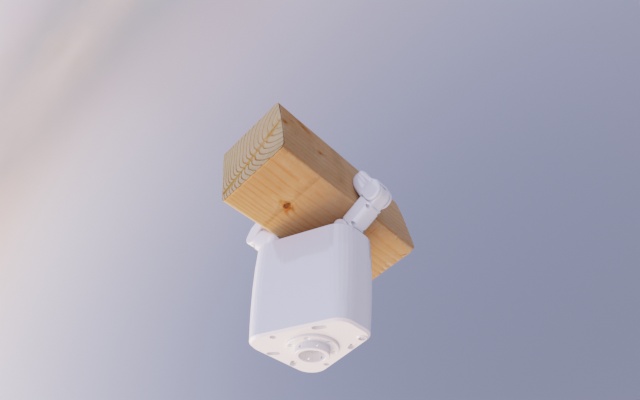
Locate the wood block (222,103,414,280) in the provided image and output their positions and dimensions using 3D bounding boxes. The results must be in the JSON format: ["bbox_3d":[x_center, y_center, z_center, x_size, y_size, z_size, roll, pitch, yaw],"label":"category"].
[{"bbox_3d":[0.000,0.002,0.536,0.091,0.090,0.206,-40,-56,20],"label":"wood block"}]
